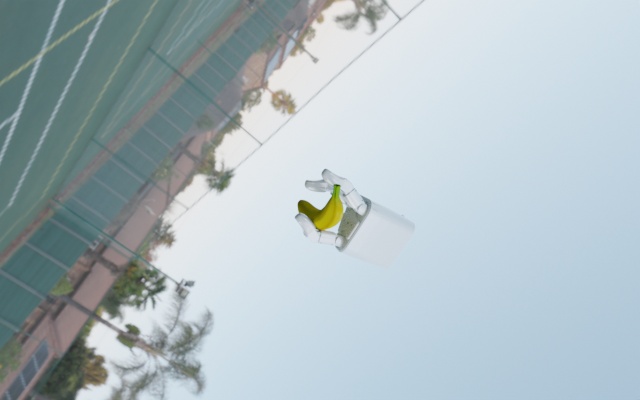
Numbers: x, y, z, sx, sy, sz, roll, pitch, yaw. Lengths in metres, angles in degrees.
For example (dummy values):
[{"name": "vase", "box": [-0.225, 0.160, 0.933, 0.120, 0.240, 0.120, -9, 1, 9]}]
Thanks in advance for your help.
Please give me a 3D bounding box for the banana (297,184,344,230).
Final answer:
[{"name": "banana", "box": [0.000, 0.021, 0.868, 0.037, 0.069, 0.198, 8, -11, -22]}]
